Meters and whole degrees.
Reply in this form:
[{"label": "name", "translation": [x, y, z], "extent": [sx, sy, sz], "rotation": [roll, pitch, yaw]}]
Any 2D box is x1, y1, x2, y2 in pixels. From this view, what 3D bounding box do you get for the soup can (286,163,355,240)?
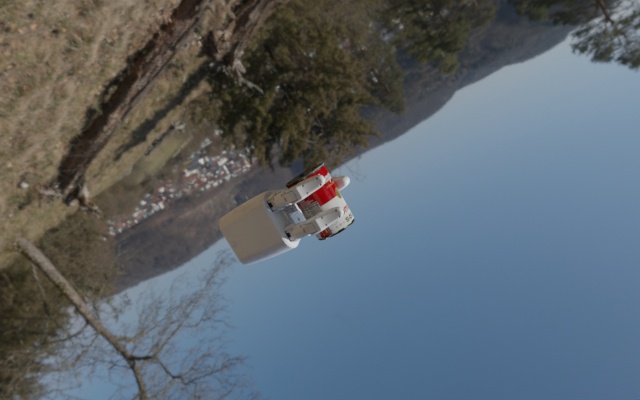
[{"label": "soup can", "translation": [0.001, 0.002, 0.742], "extent": [0.068, 0.102, 0.068], "rotation": [-29, 8, 5]}]
